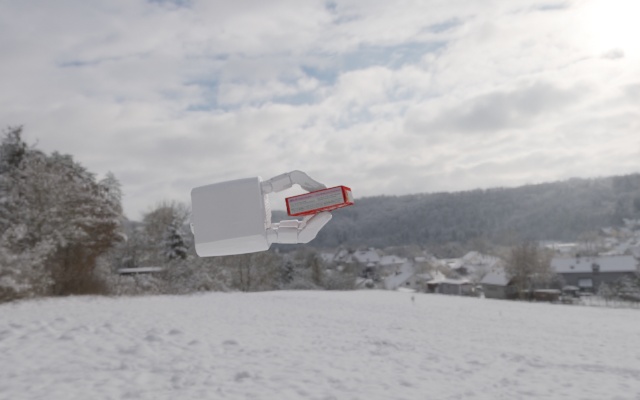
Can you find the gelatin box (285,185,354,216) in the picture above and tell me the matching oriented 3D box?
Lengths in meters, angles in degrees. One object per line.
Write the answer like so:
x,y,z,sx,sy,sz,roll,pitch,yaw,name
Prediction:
0.000,0.002,0.711,0.089,0.030,0.073,-14,-5,12,gelatin box
